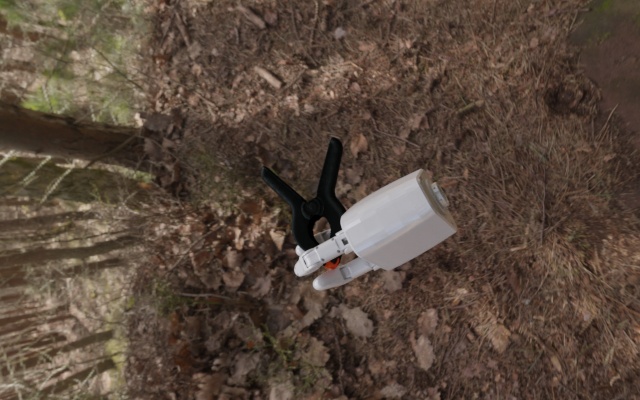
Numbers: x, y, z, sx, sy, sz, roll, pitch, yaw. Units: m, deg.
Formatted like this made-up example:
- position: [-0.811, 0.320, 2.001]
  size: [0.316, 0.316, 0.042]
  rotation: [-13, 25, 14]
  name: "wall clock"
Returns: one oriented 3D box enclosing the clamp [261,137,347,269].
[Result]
- position: [0.000, 0.002, 0.630]
  size: [0.120, 0.171, 0.039]
  rotation: [-31, -15, 19]
  name: "clamp"
